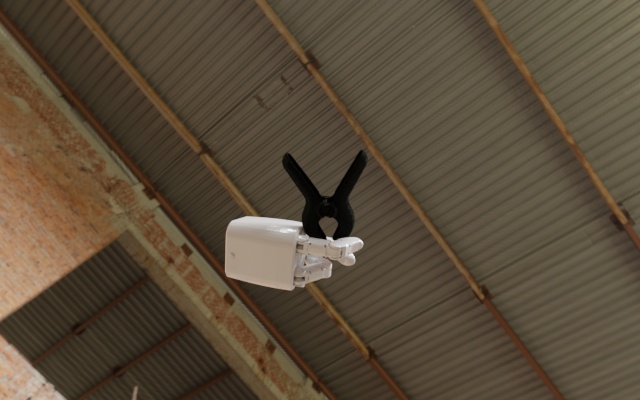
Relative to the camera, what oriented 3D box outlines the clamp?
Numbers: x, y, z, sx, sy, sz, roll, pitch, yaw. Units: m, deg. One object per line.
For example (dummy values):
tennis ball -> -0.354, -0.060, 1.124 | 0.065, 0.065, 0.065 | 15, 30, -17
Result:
clamp -> 0.000, 0.002, 0.703 | 0.120, 0.171, 0.039 | 9, 21, 7
